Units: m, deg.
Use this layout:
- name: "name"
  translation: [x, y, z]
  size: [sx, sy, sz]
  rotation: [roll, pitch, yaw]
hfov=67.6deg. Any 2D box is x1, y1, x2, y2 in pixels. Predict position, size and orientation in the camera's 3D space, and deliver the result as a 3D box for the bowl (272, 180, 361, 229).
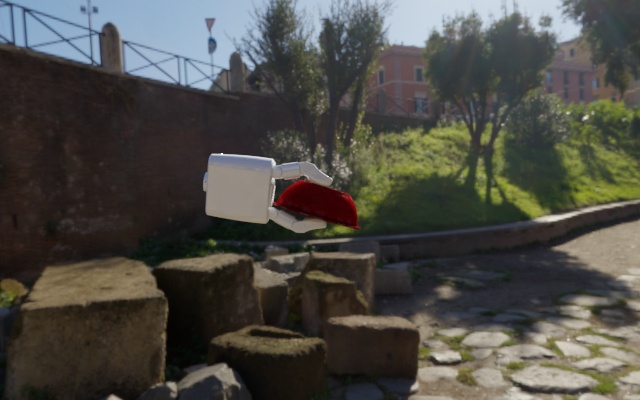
- name: "bowl"
  translation: [0.001, 0.003, 0.841]
  size: [0.162, 0.055, 0.162]
  rotation: [17, 0, 0]
